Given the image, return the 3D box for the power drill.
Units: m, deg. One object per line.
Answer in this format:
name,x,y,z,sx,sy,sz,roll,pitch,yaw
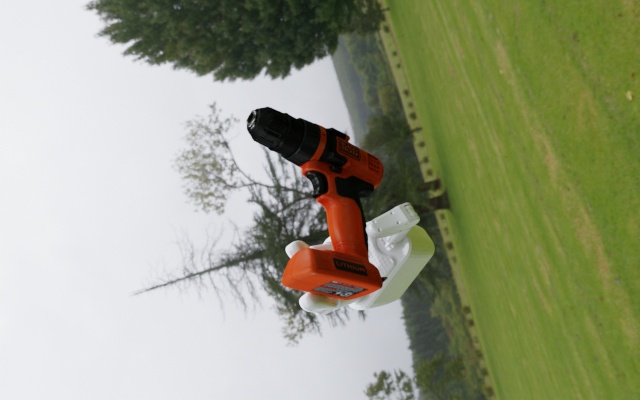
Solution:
power drill,0.000,0.002,0.508,0.184,0.187,0.057,20,-34,-33
